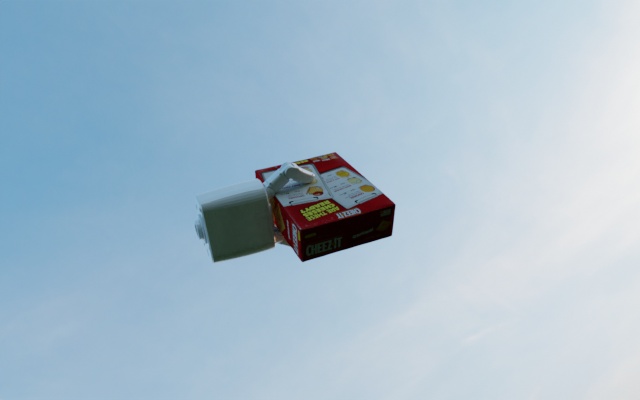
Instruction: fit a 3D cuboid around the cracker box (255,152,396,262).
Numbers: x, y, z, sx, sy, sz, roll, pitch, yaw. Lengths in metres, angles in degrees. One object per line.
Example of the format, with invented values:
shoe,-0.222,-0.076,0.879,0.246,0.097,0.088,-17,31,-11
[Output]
cracker box,0.000,0.002,0.810,0.164,0.072,0.213,-14,34,-20
